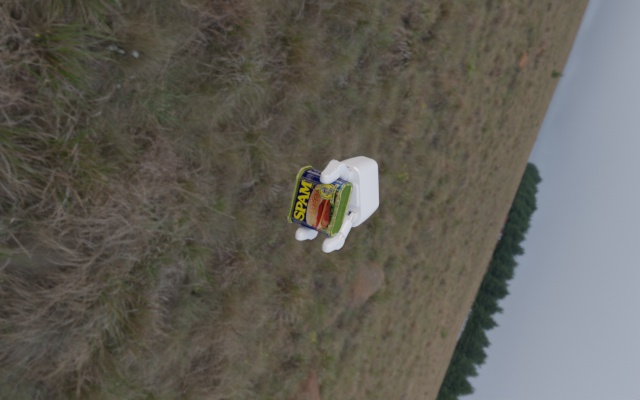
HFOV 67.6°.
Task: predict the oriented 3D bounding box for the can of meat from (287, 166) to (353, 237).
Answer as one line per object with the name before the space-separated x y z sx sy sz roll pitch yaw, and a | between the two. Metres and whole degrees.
can of meat | 0.000 0.003 0.810 0.084 0.102 0.057 21 18 20
